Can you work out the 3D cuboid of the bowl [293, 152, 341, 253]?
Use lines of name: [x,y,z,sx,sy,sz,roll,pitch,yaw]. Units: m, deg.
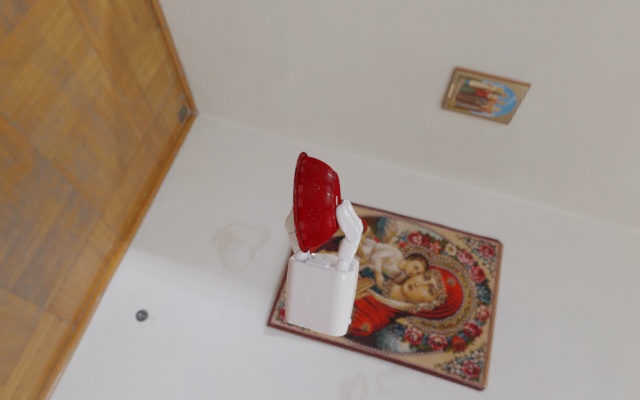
bowl: [0.000,0.001,0.754,0.055,0.162,0.162,-1,0,10]
